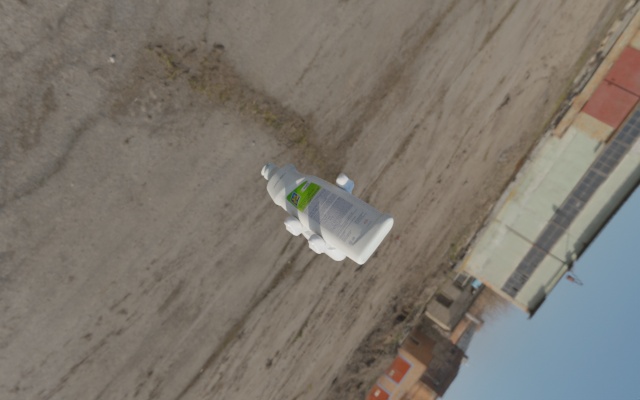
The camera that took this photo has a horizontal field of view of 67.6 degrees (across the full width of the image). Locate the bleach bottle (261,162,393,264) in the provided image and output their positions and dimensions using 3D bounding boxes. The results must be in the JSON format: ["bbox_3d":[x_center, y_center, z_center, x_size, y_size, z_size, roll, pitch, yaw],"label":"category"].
[{"bbox_3d":[0.000,0.003,0.856,0.250,0.102,0.068,36,-9,19],"label":"bleach bottle"}]
